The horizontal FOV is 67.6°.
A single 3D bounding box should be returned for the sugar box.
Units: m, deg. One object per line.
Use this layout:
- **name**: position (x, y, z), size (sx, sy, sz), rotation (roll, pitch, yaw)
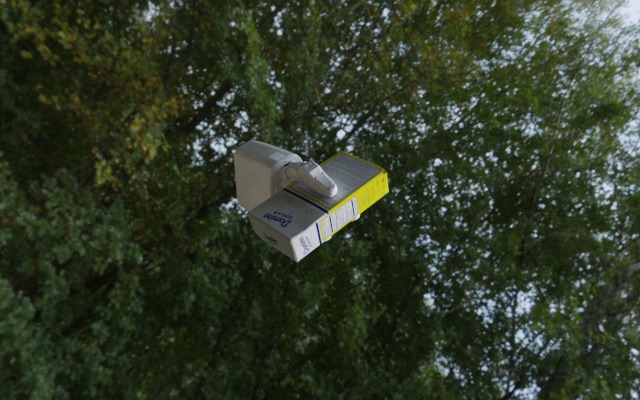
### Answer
- **sugar box**: position (0.000, 0.002, 0.645), size (0.176, 0.048, 0.093), rotation (-37, 43, -26)
